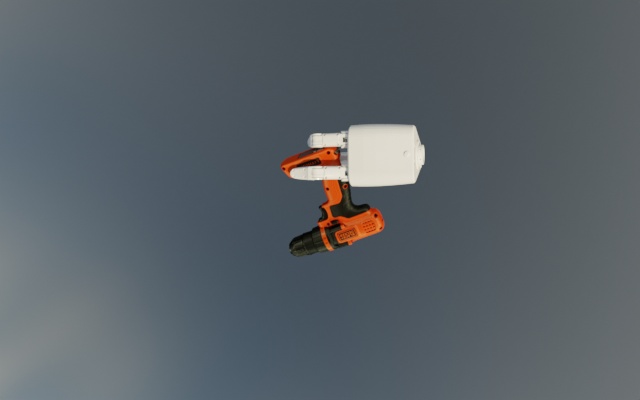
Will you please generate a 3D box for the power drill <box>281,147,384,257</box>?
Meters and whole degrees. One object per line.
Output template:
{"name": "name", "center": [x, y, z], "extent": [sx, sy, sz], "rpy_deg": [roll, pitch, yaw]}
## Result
{"name": "power drill", "center": [0.000, 0.002, 0.857], "extent": [0.184, 0.188, 0.057], "rpy_deg": [-21, 18, 12]}
